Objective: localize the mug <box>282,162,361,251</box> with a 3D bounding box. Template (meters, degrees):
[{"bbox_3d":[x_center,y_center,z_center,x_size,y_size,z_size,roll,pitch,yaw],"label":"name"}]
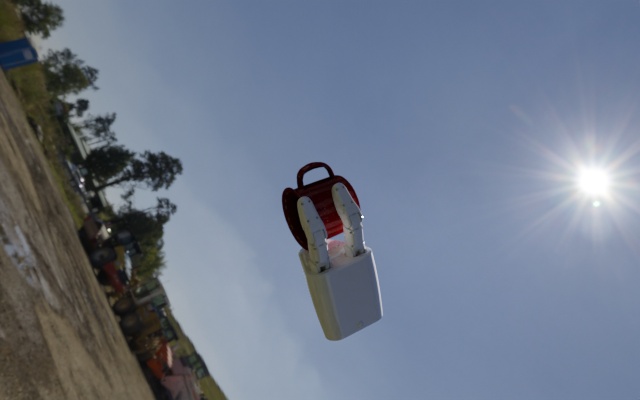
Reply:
[{"bbox_3d":[0.000,0.001,0.668,0.081,0.117,0.093,-21,21,-24],"label":"mug"}]
